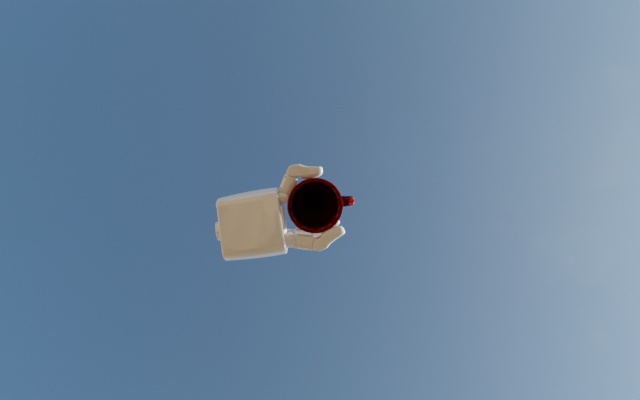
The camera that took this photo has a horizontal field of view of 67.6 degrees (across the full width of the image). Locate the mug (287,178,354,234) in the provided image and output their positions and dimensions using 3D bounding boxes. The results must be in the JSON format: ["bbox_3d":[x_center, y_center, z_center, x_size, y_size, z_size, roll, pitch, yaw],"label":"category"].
[{"bbox_3d":[0.002,0.002,0.831,0.117,0.093,0.081,-7,7,-4],"label":"mug"}]
